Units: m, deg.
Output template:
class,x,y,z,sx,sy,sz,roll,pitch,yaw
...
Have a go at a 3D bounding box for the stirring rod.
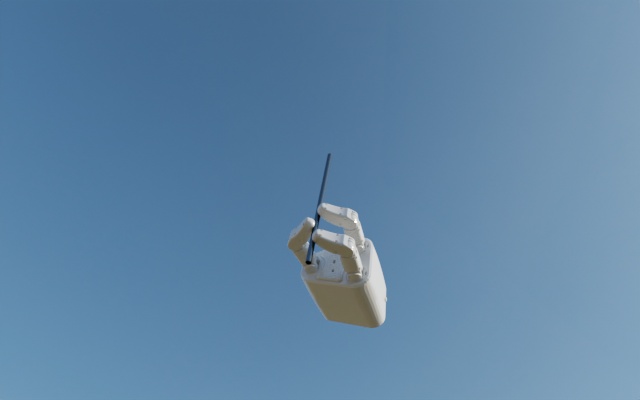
class,x,y,z,sx,sy,sz,roll,pitch,yaw
stirring rod,0.000,0.002,0.701,0.011,0.011,0.239,0,40,10
